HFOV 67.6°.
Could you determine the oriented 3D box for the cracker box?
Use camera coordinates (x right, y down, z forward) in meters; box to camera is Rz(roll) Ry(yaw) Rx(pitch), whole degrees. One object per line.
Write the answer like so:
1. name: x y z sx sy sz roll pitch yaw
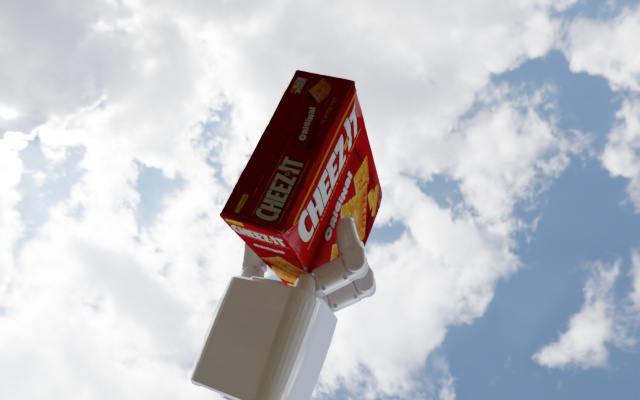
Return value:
1. cracker box: 0.000 0.002 0.500 0.072 0.164 0.214 15 -23 22
